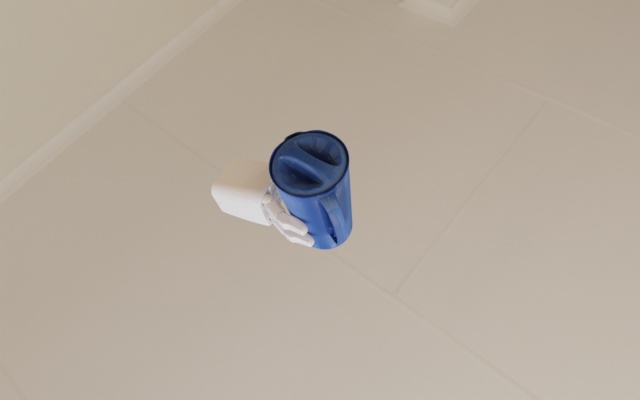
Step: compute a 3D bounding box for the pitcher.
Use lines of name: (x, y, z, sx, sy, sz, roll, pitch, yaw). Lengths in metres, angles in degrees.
pitcher: (0.000, 0.003, 0.867, 0.145, 0.149, 0.243, 12, -27, 16)
